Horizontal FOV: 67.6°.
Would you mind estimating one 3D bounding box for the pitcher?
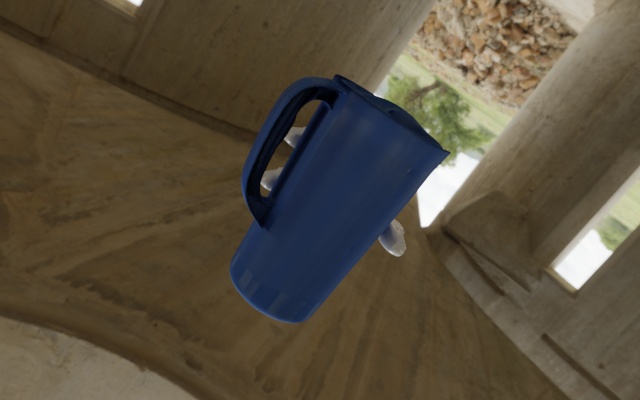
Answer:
[{"bbox_3d":[0.000,0.002,0.487,0.149,0.243,0.145,37,17,9],"label":"pitcher"}]
